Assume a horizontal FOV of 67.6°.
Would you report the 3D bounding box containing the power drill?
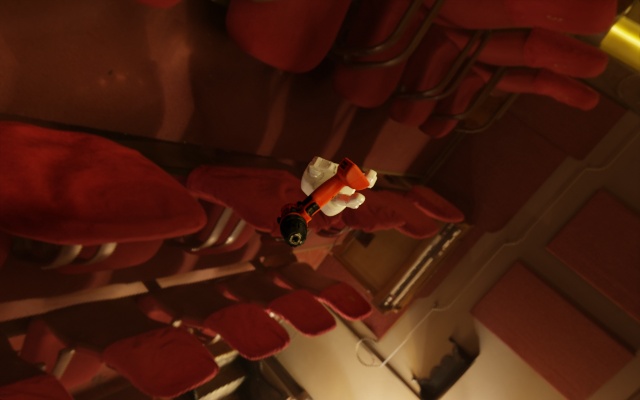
[{"bbox_3d":[0.001,0.003,0.897,0.187,0.057,0.184,-37,16,3],"label":"power drill"}]
